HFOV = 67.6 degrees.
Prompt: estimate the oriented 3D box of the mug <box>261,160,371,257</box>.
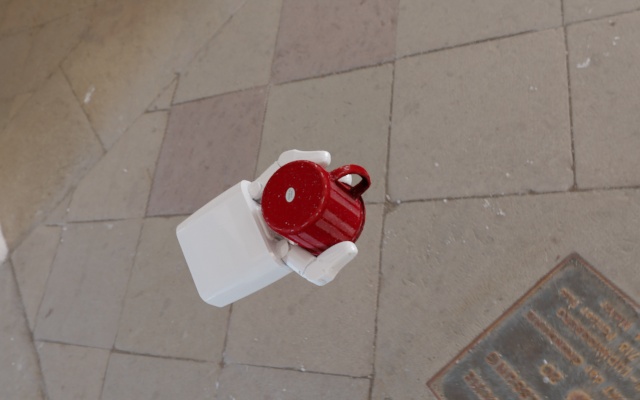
[{"bbox_3d":[0.001,0.001,0.507,0.117,0.093,0.081,-32,-32,15],"label":"mug"}]
